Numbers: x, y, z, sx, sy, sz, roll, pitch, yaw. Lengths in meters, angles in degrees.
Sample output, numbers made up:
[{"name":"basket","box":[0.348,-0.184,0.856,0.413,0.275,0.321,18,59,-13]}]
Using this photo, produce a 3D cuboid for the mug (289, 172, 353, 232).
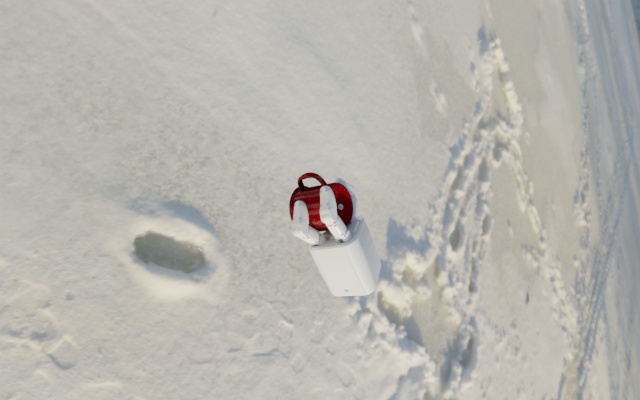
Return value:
[{"name":"mug","box":[0.000,0.001,0.846,0.081,0.117,0.093,-10,21,37]}]
